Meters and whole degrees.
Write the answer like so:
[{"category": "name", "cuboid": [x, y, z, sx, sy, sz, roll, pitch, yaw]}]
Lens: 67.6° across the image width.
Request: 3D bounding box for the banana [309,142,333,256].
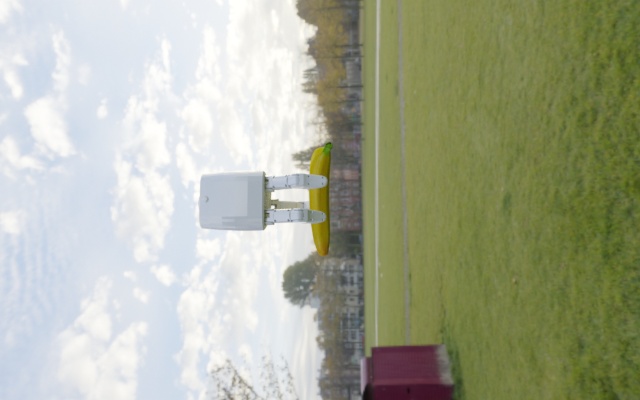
[{"category": "banana", "cuboid": [-0.001, -0.006, 0.818, 0.037, 0.198, 0.069, -1, 16, -4]}]
